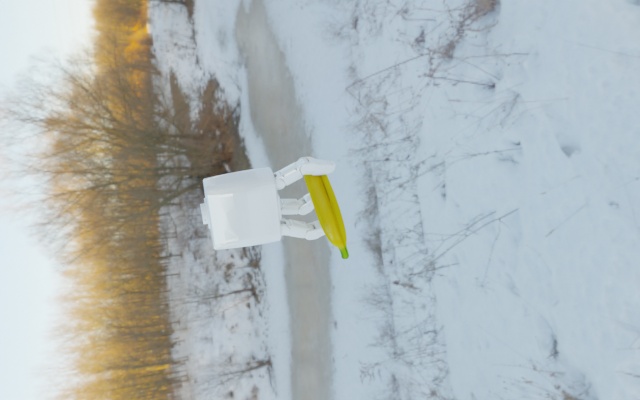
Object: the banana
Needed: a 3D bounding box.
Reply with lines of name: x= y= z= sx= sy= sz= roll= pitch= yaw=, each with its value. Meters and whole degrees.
banana: x=0.002 y=-0.004 z=0.766 sx=0.037 sy=0.197 sz=0.070 roll=-14 pitch=-27 yaw=-10
